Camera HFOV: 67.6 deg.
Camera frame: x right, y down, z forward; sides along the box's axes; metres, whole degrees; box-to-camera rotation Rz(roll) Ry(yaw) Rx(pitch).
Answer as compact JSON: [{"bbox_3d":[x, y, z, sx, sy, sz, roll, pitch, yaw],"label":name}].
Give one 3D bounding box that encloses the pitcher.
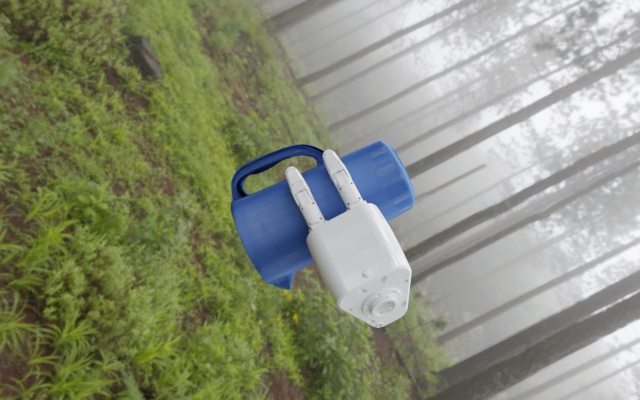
[{"bbox_3d":[0.000,0.002,0.681,0.243,0.145,0.149,-26,-44,0],"label":"pitcher"}]
